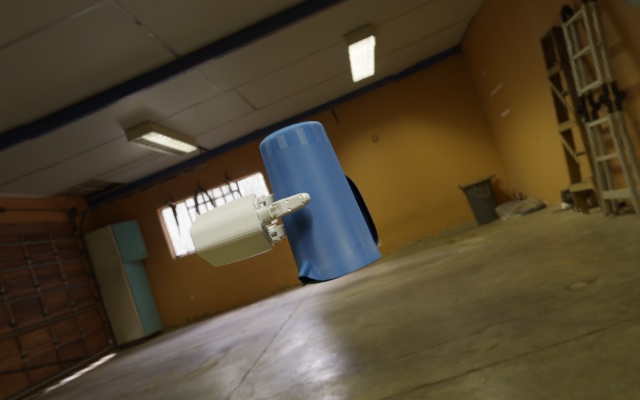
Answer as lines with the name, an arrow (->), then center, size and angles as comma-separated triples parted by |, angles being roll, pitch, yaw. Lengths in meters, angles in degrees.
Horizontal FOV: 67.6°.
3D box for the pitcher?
pitcher -> 0.000, 0.003, 0.762 | 0.145, 0.243, 0.149 | -20, -3, 1
